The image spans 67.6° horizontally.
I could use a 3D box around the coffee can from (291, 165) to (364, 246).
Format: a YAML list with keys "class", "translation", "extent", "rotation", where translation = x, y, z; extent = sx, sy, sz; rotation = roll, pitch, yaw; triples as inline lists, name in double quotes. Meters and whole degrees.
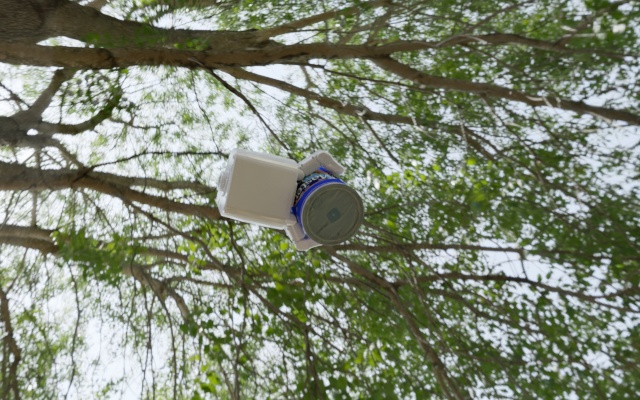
- class: "coffee can"
  translation: [0.000, 0.003, 0.804]
  extent: [0.103, 0.103, 0.140]
  rotation: [0, 17, -18]
